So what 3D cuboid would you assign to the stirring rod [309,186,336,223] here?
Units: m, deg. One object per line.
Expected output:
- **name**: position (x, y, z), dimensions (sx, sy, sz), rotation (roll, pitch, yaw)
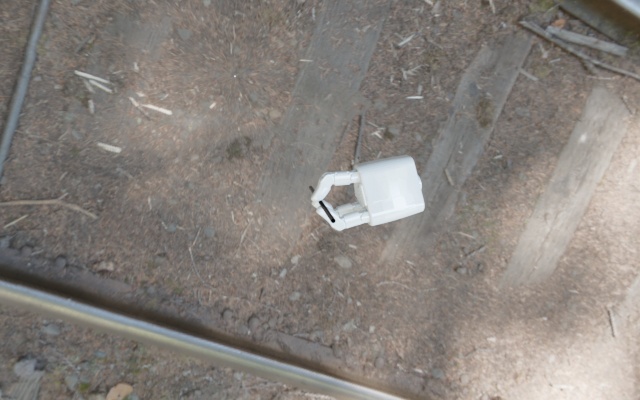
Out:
- **stirring rod**: position (0.000, 0.003, 0.878), dimensions (0.011, 0.011, 0.239), rotation (0, 14, -10)
